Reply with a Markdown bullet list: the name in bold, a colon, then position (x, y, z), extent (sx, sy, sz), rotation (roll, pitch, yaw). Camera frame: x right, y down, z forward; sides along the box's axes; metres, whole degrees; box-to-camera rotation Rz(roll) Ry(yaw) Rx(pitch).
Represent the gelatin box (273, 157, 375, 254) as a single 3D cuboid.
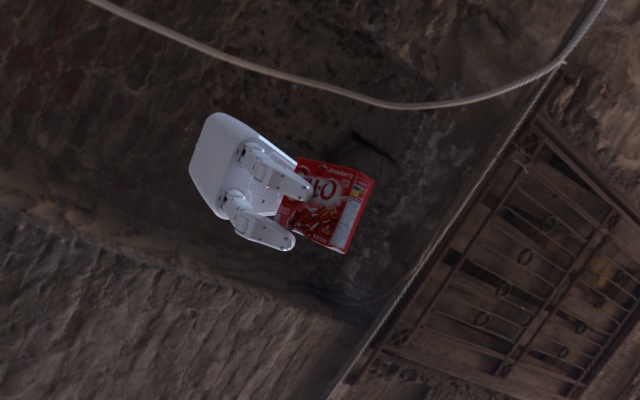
- **gelatin box**: position (0.001, 0.002, 0.457), extent (0.030, 0.073, 0.089), rotation (25, -4, -42)
